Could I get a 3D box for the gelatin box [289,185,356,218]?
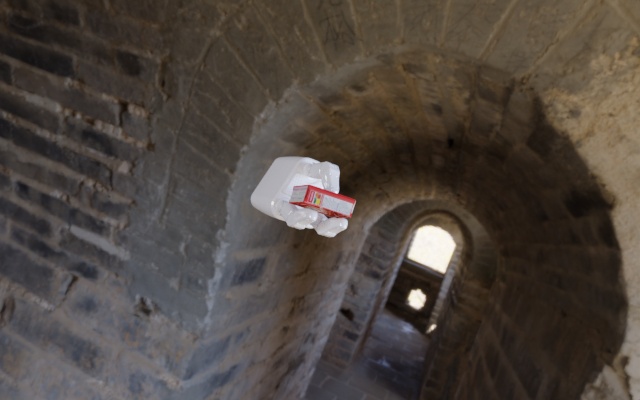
[{"bbox_3d":[0.000,0.002,0.696,0.073,0.030,0.089,19,-6,-17],"label":"gelatin box"}]
